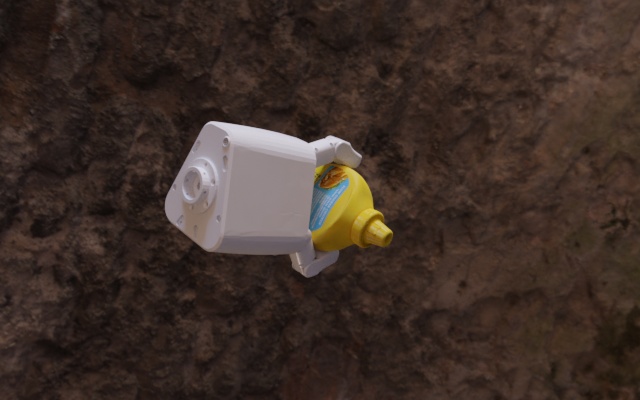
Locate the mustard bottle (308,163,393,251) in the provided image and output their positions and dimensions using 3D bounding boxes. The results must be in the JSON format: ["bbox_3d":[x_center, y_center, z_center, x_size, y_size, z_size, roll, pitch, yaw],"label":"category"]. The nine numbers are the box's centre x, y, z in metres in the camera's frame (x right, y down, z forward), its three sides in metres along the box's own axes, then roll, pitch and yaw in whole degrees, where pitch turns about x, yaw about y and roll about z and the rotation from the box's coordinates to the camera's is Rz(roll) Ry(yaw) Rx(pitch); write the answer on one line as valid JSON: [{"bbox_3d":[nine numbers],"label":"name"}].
[{"bbox_3d":[0.000,0.002,0.535,0.191,0.096,0.058,29,-10,37],"label":"mustard bottle"}]
